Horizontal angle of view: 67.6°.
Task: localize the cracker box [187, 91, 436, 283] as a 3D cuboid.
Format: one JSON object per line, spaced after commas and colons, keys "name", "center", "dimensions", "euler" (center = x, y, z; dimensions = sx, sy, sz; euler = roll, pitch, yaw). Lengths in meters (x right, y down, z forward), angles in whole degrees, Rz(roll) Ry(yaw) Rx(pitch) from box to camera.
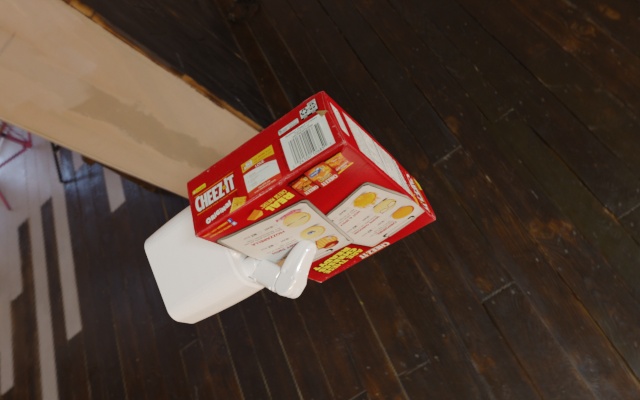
{"name": "cracker box", "center": [0.000, 0.002, 0.492], "dimensions": [0.164, 0.072, 0.214], "euler": [-31, -33, 20]}
